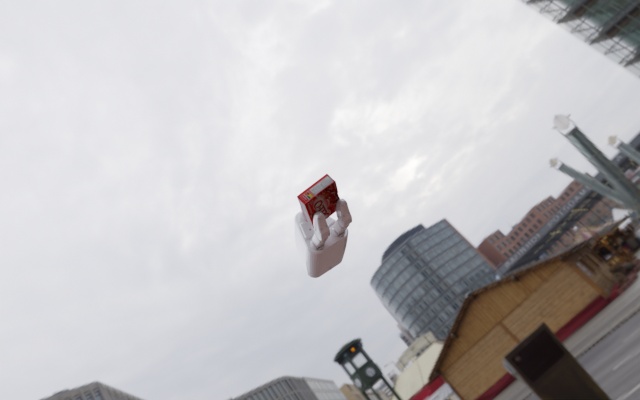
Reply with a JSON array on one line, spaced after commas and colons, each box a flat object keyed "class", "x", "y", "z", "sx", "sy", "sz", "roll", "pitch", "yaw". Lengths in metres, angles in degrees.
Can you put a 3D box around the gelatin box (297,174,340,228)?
[{"class": "gelatin box", "x": 0.000, "y": 0.002, "z": 0.900, "sx": 0.030, "sy": 0.073, "sz": 0.089, "roll": 44, "pitch": -16, "yaw": 33}]
